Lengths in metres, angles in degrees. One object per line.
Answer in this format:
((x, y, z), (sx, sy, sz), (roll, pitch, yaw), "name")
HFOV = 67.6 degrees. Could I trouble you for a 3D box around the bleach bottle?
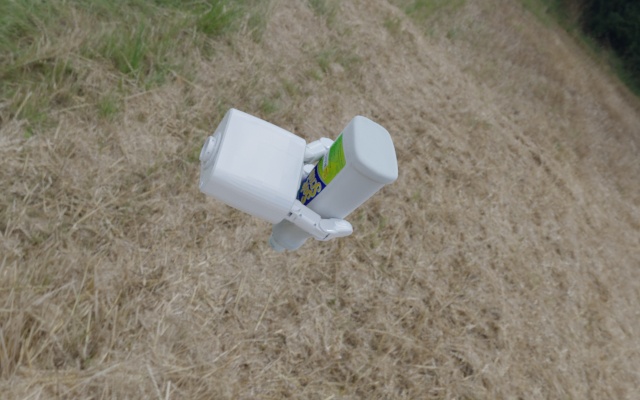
((0.000, 0.002, 0.660), (0.068, 0.102, 0.251), (24, -48, -24), "bleach bottle")
